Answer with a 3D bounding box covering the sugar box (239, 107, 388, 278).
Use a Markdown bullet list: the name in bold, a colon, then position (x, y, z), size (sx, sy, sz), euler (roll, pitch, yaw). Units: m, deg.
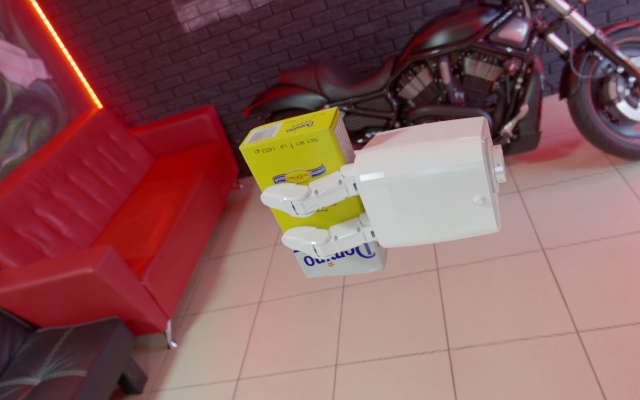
- **sugar box**: position (0.000, 0.002, 0.476), size (0.093, 0.176, 0.048), euler (-9, 33, 23)
